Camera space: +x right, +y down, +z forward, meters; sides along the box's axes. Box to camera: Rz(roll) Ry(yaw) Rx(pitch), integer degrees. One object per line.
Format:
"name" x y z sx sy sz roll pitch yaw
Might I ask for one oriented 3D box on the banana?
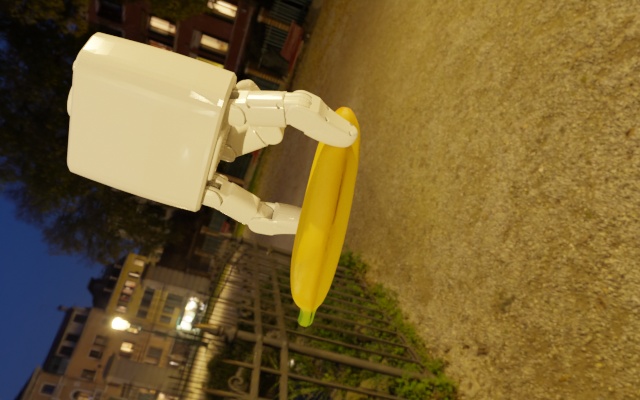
"banana" 0.004 0.000 0.388 0.037 0.197 0.070 16 -16 -9
